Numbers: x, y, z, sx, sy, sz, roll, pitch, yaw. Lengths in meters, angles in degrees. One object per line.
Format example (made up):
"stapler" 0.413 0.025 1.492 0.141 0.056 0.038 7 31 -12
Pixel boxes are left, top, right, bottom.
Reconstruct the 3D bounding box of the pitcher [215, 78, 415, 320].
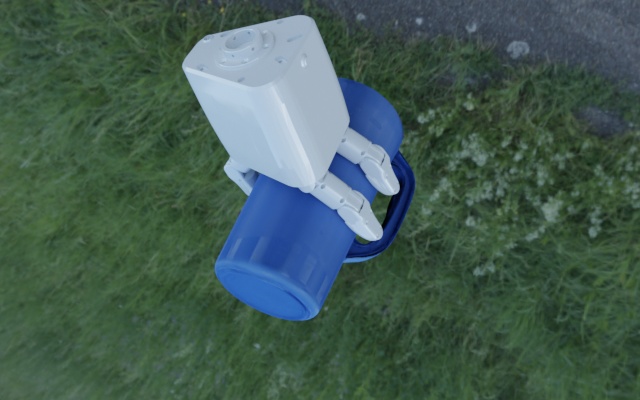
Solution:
"pitcher" 0.000 0.002 0.506 0.149 0.242 0.145 9 -34 26
